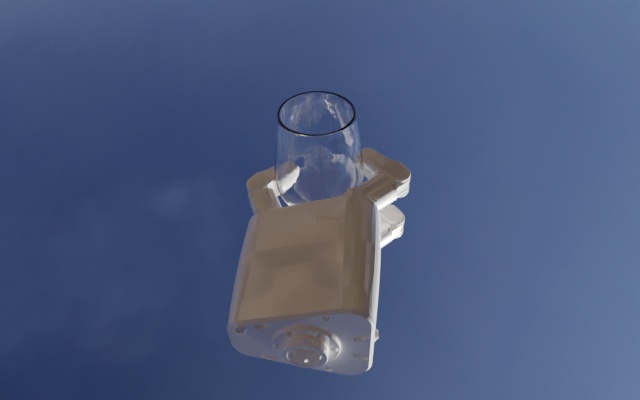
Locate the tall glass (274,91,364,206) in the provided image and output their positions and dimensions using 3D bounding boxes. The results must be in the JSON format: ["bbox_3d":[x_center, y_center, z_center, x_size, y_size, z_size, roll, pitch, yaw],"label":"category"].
[{"bbox_3d":[0.000,0.002,0.443,0.079,0.201,0.079,-1,44,1],"label":"tall glass"}]
